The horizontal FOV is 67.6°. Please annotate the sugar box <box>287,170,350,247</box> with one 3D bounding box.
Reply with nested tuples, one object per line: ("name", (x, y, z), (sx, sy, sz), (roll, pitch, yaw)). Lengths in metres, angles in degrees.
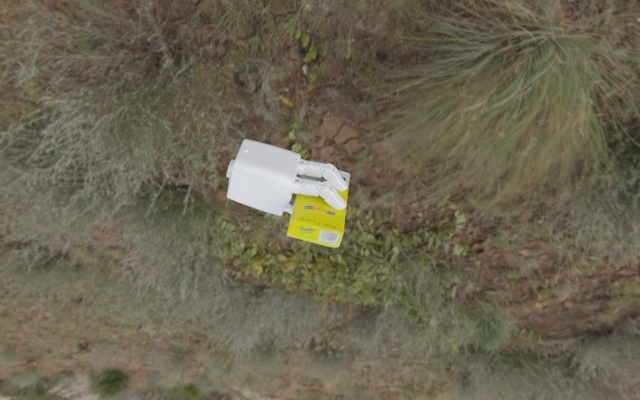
("sugar box", (0.000, 0.002, 0.867), (0.093, 0.048, 0.176), (15, 41, -5))
